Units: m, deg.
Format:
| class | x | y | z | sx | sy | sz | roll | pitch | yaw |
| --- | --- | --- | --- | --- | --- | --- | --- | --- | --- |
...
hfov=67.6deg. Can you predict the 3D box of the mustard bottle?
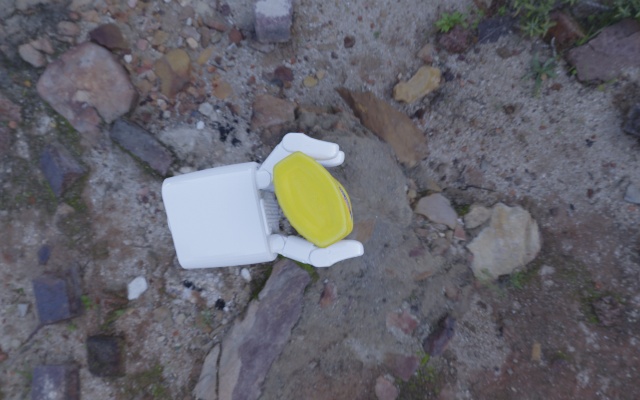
| class | x | y | z | sx | sy | sz | roll | pitch | yaw |
| --- | --- | --- | --- | --- | --- | --- | --- | --- | --- |
| mustard bottle | 0.000 | 0.002 | 0.542 | 0.058 | 0.096 | 0.191 | -33 | -5 | 4 |
